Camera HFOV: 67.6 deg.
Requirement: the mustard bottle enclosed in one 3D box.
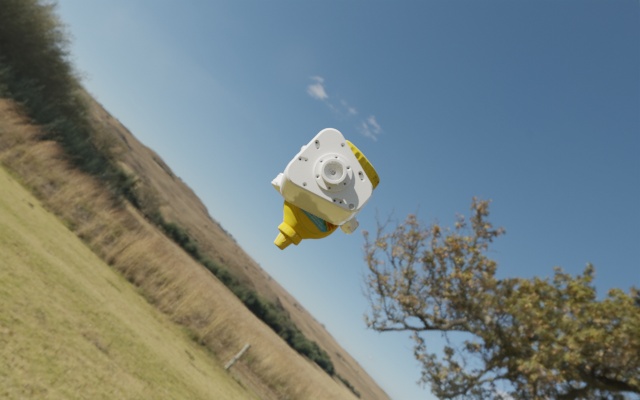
[{"bbox_3d":[0.000,0.002,0.744,0.096,0.191,0.058,48,-13,-23],"label":"mustard bottle"}]
